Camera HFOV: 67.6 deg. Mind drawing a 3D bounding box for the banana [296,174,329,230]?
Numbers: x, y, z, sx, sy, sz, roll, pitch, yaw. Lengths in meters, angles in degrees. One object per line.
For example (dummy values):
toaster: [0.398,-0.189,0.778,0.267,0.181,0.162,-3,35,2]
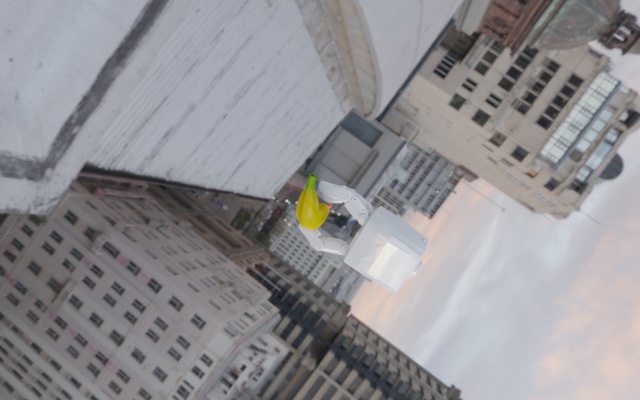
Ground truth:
banana: [-0.010,0.017,0.798,0.037,0.069,0.198,31,-9,11]
